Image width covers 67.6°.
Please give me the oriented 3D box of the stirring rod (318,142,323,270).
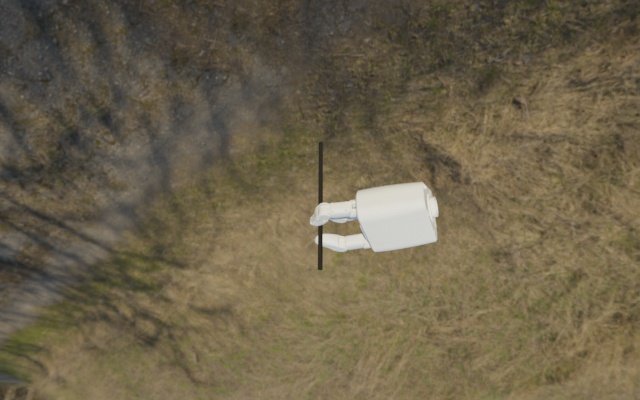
[{"bbox_3d":[0.000,0.003,0.819,0.011,0.239,0.011,0,-26,0],"label":"stirring rod"}]
